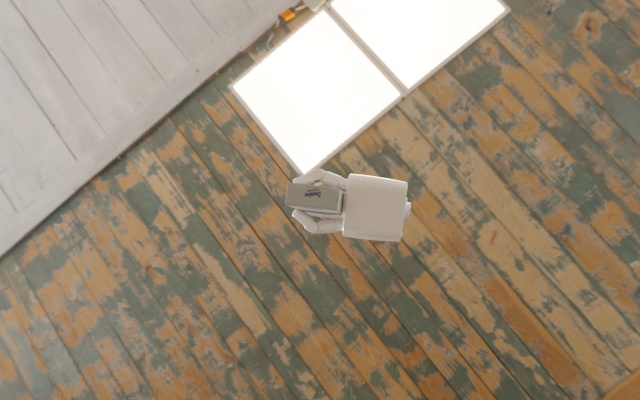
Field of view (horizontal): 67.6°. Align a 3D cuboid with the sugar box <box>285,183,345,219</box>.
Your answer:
[{"bbox_3d":[0.000,0.002,0.890,0.093,0.048,0.176,6,-8,10],"label":"sugar box"}]
